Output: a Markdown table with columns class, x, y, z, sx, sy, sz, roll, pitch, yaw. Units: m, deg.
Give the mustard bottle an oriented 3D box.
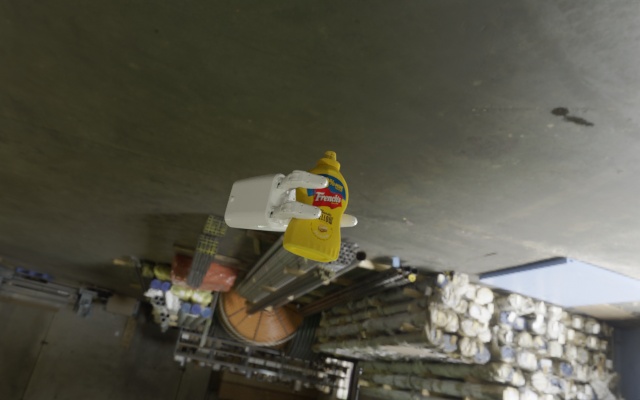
| class | x | y | z | sx | sy | sz | roll | pitch | yaw |
| --- | --- | --- | --- | --- | --- | --- | --- | --- | --- |
| mustard bottle | 0.000 | 0.003 | 0.820 | 0.096 | 0.191 | 0.058 | 22 | -23 | -25 |
